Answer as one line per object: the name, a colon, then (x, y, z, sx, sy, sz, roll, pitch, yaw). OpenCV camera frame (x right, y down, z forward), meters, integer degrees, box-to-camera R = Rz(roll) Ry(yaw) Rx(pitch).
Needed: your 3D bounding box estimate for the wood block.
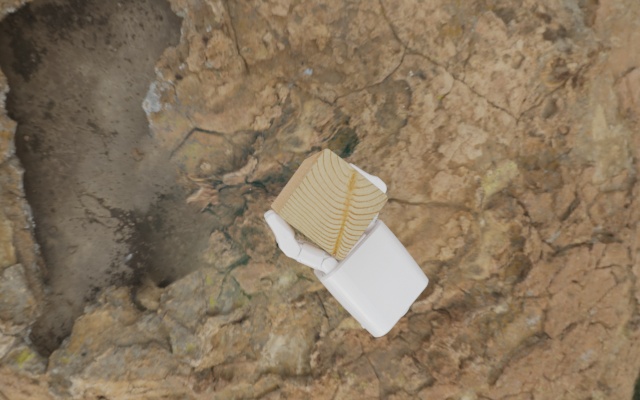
wood block: (0.001, 0.002, 0.612, 0.090, 0.091, 0.206, 37, -4, -8)
